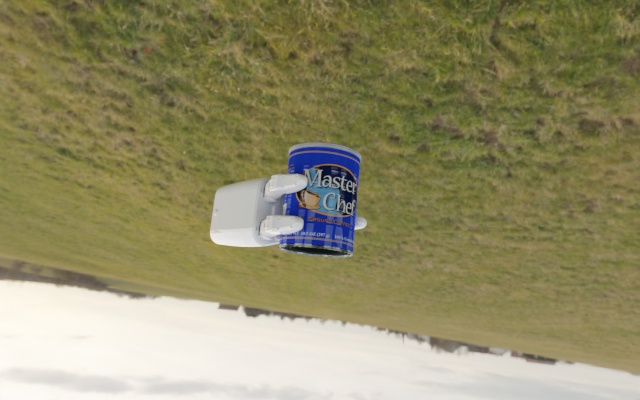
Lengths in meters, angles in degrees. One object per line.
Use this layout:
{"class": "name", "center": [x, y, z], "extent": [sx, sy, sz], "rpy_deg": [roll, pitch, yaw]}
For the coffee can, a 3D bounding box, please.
{"class": "coffee can", "center": [0.000, 0.002, 0.660], "extent": [0.103, 0.140, 0.103], "rpy_deg": [5, -12, 1]}
